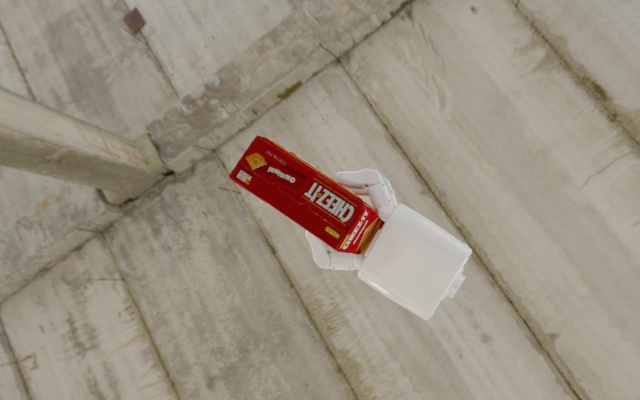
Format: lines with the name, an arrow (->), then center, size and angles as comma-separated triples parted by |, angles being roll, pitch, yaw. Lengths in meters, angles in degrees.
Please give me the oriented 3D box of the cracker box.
cracker box -> 0.000, 0.002, 0.644 | 0.164, 0.072, 0.214 | 33, 1, 18
